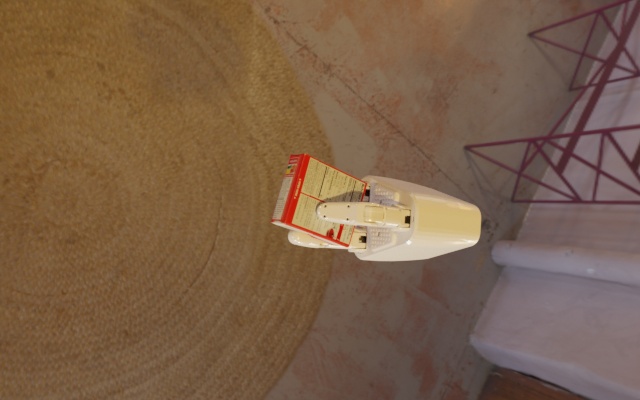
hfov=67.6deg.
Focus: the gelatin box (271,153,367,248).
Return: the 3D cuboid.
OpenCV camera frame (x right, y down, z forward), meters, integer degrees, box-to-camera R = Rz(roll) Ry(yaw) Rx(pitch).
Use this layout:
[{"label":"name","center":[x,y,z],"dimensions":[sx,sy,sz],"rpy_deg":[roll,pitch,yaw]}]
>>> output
[{"label":"gelatin box","center":[0.000,0.002,0.491],"dimensions":[0.089,0.073,0.030],"rpy_deg":[23,-12,-35]}]
